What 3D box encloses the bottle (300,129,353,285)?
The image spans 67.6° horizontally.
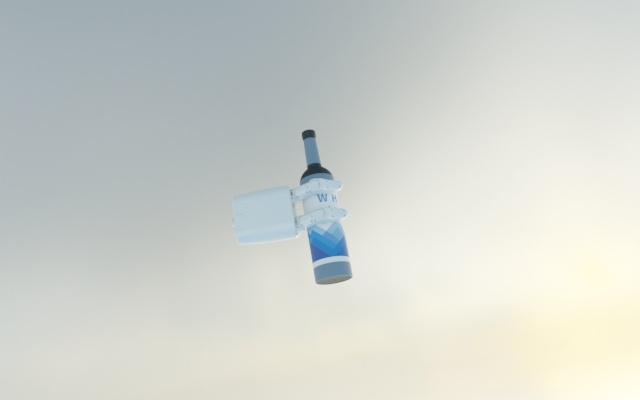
[{"bbox_3d":[0.000,0.003,0.879,0.069,0.295,0.069,-9,-21,-3],"label":"bottle"}]
